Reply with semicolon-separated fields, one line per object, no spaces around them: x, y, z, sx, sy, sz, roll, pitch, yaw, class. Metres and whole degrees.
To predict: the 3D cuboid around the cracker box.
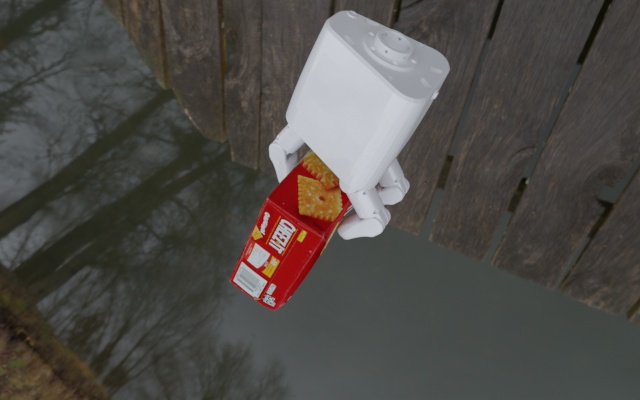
0.000;0.002;0.542;0.072;0.164;0.213;35;48;4;cracker box
